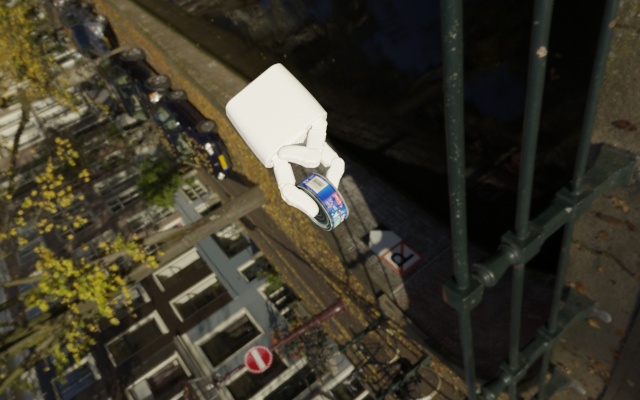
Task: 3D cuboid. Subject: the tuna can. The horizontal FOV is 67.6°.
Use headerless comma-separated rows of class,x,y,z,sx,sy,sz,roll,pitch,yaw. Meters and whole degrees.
tuna can,0.000,0.003,0.705,0.033,0.086,0.086,-39,15,-20
